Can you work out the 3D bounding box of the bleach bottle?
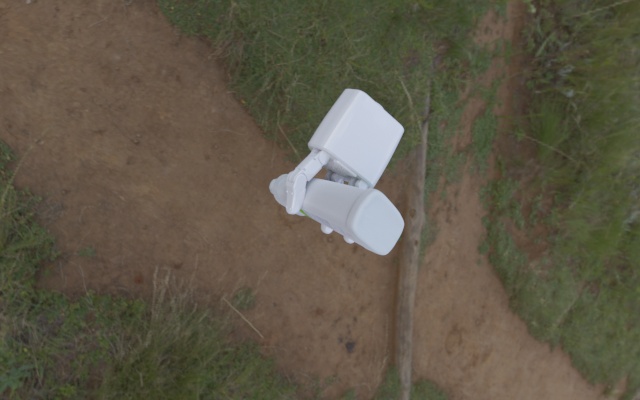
[{"bbox_3d":[0.000,0.002,0.711,0.250,0.068,0.103,21,-16,47],"label":"bleach bottle"}]
